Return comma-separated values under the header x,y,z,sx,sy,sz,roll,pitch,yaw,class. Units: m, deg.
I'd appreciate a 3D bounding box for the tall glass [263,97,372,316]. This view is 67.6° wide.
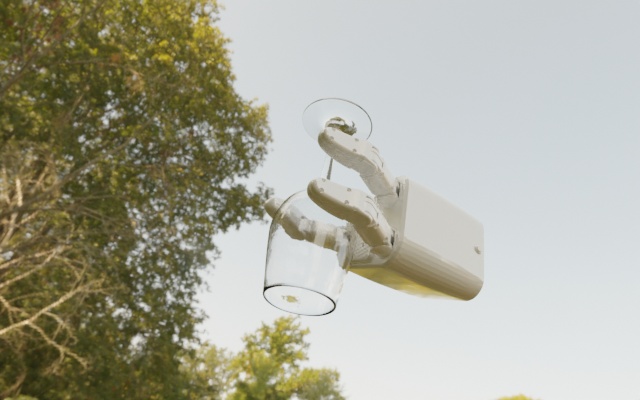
x,y,z,sx,sy,sz,roll,pitch,yaw,class
0.000,0.001,0.444,0.079,0.201,0.079,9,-33,6,tall glass
